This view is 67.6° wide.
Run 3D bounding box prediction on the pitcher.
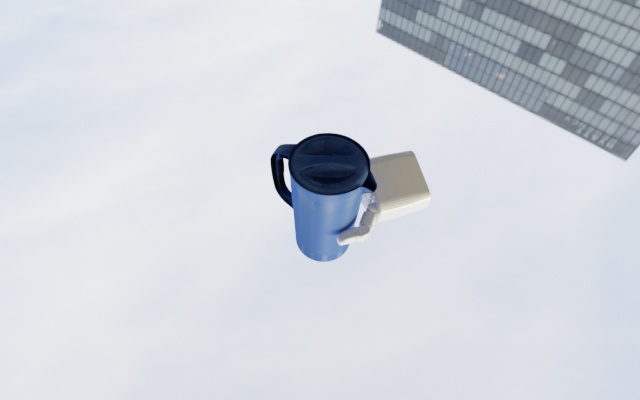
[{"bbox_3d":[0.000,0.003,0.854,0.145,0.149,0.243,-15,-34,-14],"label":"pitcher"}]
